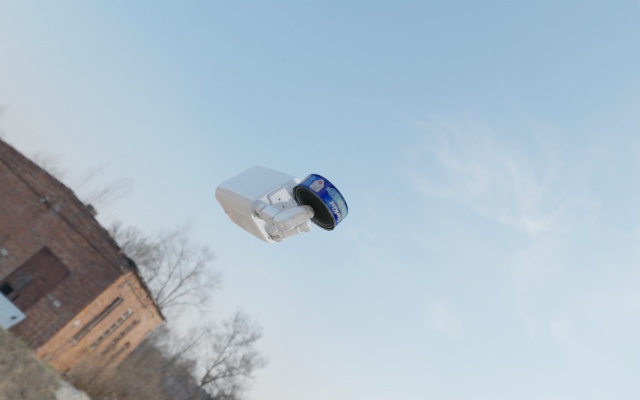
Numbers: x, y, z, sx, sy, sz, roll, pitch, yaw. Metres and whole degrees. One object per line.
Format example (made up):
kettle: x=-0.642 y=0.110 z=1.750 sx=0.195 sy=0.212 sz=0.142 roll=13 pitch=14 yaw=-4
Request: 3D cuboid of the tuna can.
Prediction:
tuna can: x=0.001 y=0.002 z=0.709 sx=0.033 sy=0.086 sz=0.086 roll=-43 pitch=19 yaw=-23
